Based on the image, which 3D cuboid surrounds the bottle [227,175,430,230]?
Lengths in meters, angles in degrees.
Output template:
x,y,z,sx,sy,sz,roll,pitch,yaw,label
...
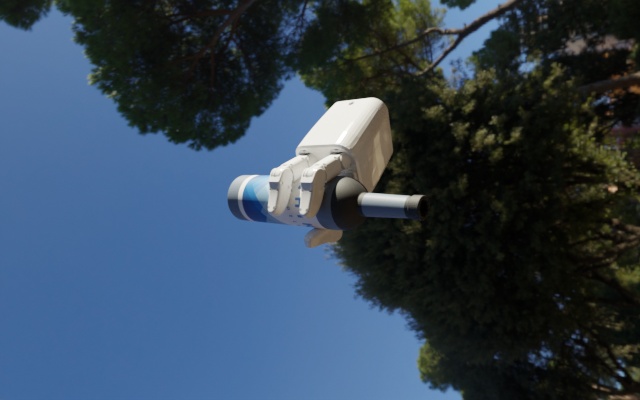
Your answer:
x,y,z,sx,sy,sz,roll,pitch,yaw,label
0.000,0.002,0.607,0.295,0.069,0.069,3,2,41,bottle
